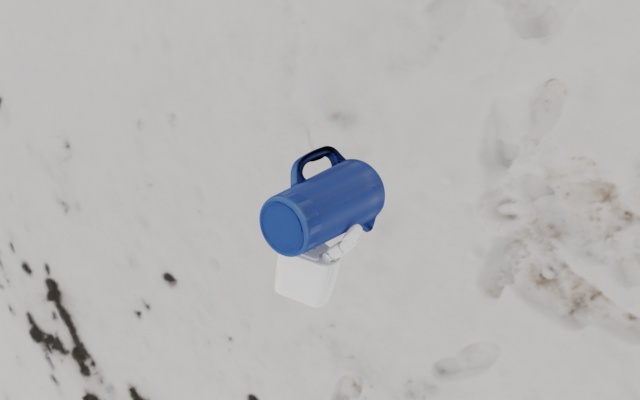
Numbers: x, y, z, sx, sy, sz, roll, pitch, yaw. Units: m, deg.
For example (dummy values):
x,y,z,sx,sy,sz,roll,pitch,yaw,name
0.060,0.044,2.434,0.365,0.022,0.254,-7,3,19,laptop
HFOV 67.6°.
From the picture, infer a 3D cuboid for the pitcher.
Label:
x,y,z,sx,sy,sz,roll,pitch,yaw,name
0.000,0.003,0.874,0.149,0.145,0.242,29,31,26,pitcher
